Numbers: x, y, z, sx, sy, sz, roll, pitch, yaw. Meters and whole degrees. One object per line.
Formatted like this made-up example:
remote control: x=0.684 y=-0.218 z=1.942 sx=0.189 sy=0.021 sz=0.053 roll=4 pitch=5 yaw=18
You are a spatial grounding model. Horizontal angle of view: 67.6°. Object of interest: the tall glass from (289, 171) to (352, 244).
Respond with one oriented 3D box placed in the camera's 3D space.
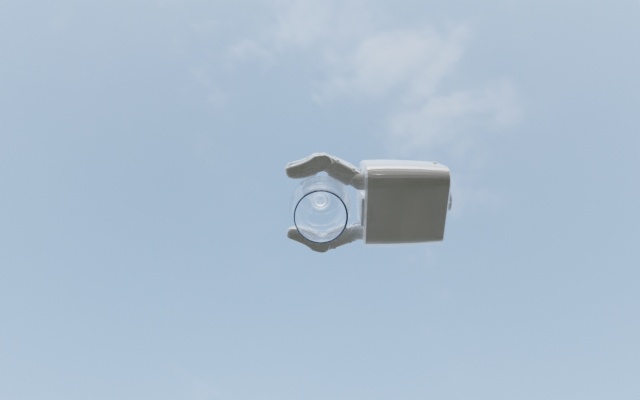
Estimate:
tall glass: x=0.000 y=0.002 z=0.633 sx=0.079 sy=0.079 sz=0.201 roll=0 pitch=10 yaw=0
